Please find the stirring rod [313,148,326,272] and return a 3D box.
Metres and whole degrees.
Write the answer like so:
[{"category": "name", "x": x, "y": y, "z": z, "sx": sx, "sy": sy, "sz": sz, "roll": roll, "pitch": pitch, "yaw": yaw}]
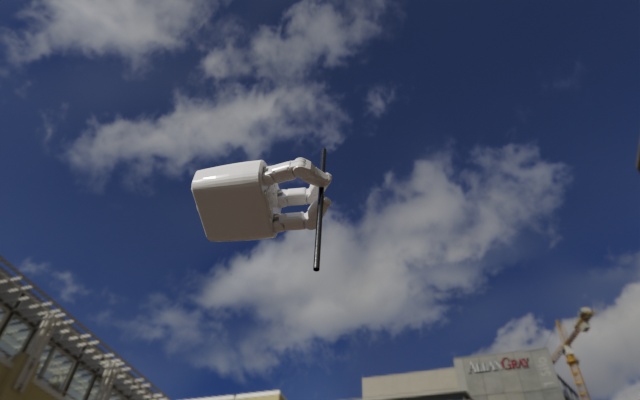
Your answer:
[{"category": "stirring rod", "x": 0.000, "y": 0.002, "z": 0.671, "sx": 0.011, "sy": 0.011, "sz": 0.239, "roll": 0, "pitch": 43, "yaw": 3}]
